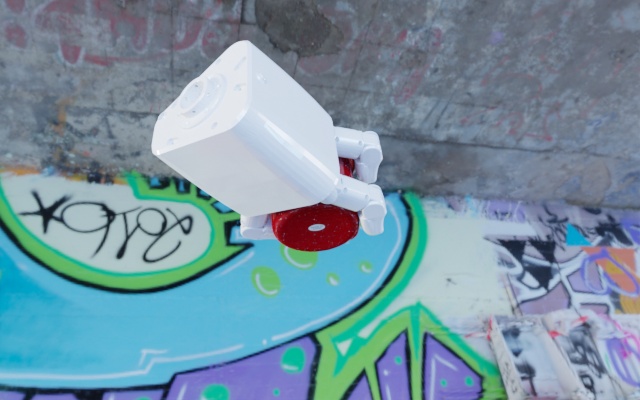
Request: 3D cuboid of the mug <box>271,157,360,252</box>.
[{"bbox_3d":[0.001,0.002,0.471,0.093,0.081,0.117,-27,-42,26],"label":"mug"}]
